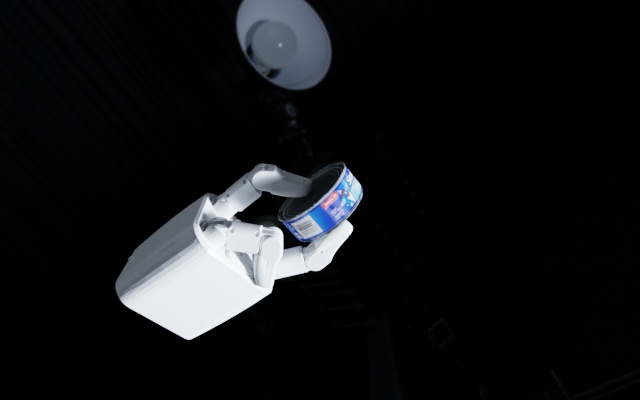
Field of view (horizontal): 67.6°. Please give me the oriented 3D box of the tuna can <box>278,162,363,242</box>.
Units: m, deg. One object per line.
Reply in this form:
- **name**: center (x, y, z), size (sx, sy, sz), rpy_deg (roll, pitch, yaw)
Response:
- **tuna can**: center (0.000, 0.002, 0.482), size (0.086, 0.034, 0.086), rpy_deg (-36, 19, 14)
